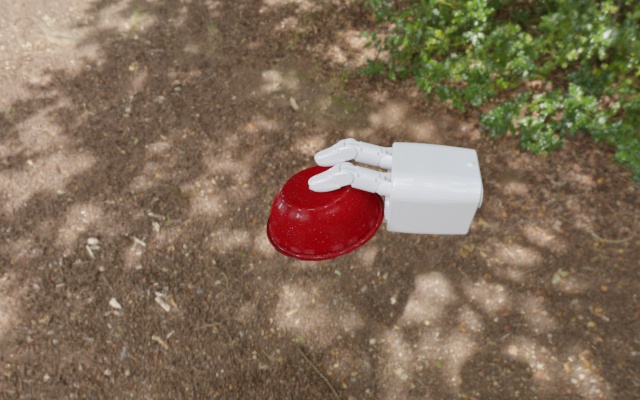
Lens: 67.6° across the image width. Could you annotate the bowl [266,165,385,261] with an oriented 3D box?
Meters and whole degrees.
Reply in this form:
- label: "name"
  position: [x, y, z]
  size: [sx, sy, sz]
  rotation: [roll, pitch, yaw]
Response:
- label: "bowl"
  position: [-0.001, 0.002, 0.622]
  size: [0.162, 0.055, 0.162]
  rotation: [-10, 38, 8]
